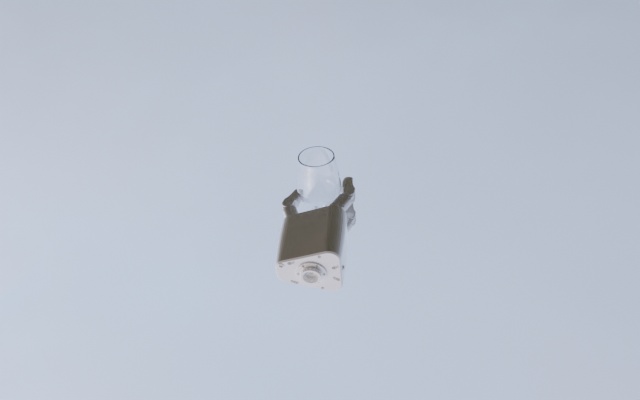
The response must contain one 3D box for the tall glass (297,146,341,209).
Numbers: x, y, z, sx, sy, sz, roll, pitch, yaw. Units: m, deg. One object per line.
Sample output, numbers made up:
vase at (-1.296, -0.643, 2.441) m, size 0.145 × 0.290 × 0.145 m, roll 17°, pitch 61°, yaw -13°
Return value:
tall glass at (0.000, 0.003, 0.860) m, size 0.079 × 0.201 × 0.079 m, roll -3°, pitch 39°, yaw 3°
